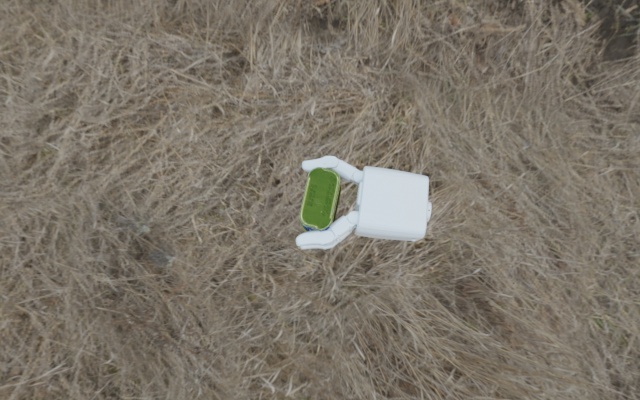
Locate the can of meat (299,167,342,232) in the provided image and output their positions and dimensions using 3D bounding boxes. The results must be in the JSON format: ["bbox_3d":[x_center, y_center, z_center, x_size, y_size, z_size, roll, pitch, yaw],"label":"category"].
[{"bbox_3d":[0.000,0.002,0.769,0.057,0.102,0.084,11,-9,3],"label":"can of meat"}]
